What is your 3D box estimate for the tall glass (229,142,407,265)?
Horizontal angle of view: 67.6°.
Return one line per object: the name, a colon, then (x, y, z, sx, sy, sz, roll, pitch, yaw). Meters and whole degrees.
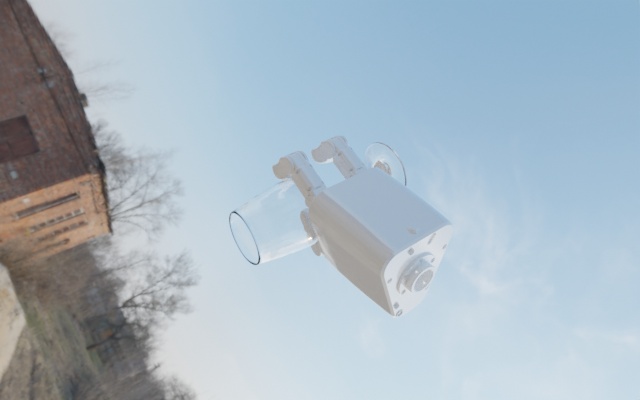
tall glass: (0.001, 0.001, 0.539, 0.201, 0.079, 0.079, -25, 12, -27)
